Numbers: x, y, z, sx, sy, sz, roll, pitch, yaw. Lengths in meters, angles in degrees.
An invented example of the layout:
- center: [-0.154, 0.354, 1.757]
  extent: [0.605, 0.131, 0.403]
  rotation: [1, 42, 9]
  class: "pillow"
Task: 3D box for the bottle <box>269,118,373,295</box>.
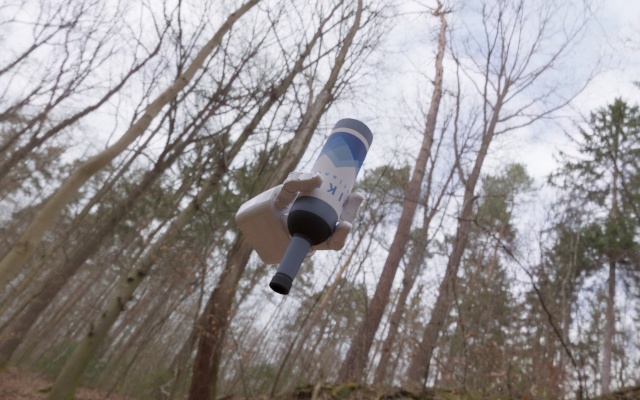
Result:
- center: [0.000, 0.002, 0.679]
  extent: [0.069, 0.295, 0.069]
  rotation: [17, -36, 13]
  class: "bottle"
